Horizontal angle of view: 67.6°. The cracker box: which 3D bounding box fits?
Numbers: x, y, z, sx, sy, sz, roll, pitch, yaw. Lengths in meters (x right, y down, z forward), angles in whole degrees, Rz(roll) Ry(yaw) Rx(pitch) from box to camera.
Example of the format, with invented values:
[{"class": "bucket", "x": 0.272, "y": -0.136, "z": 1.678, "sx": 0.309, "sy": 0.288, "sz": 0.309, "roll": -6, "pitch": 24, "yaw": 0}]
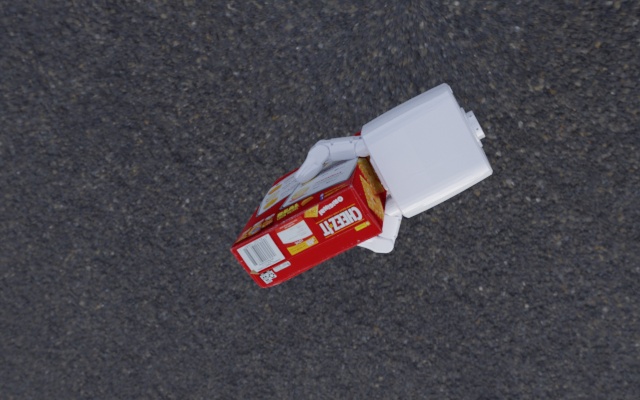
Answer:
[{"class": "cracker box", "x": 0.000, "y": 0.002, "z": 0.604, "sx": 0.164, "sy": 0.072, "sz": 0.213, "roll": -28, "pitch": 16, "yaw": 21}]
